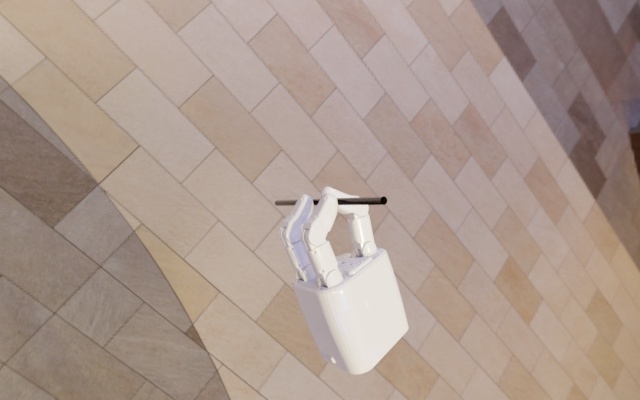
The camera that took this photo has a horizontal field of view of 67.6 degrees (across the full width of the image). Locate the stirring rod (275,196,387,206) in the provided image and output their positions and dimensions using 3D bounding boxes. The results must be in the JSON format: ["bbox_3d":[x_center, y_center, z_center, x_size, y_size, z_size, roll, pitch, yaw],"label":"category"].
[{"bbox_3d":[0.000,0.002,0.552,0.011,0.011,0.239,0,-1,-30],"label":"stirring rod"}]
